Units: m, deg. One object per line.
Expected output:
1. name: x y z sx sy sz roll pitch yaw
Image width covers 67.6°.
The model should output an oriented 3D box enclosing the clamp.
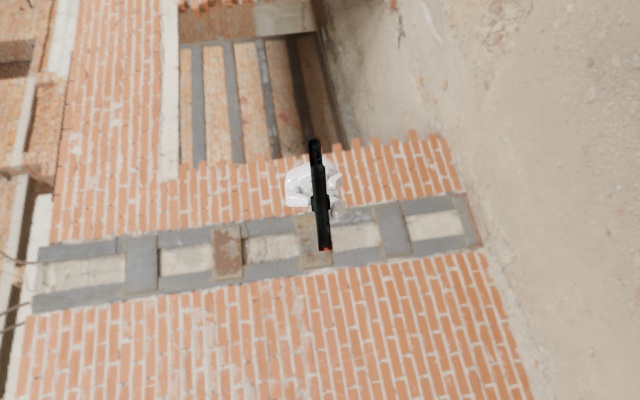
1. clamp: -0.001 0.003 0.871 0.036 0.210 0.164 -6 17 0
